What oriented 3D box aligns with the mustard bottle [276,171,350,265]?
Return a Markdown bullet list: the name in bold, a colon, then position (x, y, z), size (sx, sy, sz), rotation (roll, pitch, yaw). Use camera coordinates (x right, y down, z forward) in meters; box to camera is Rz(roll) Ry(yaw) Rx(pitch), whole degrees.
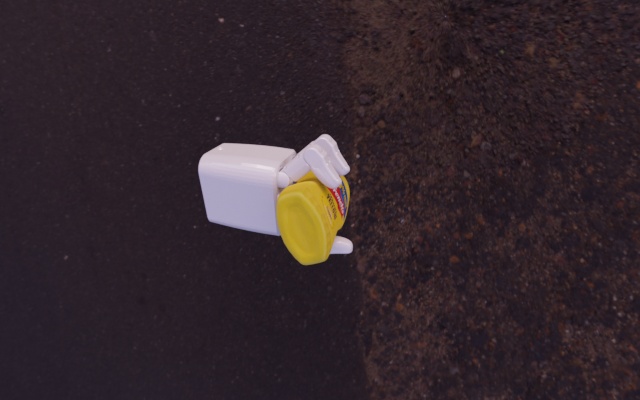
- **mustard bottle**: position (0.000, 0.002, 0.640), size (0.058, 0.096, 0.191), rotation (-15, 16, 20)
